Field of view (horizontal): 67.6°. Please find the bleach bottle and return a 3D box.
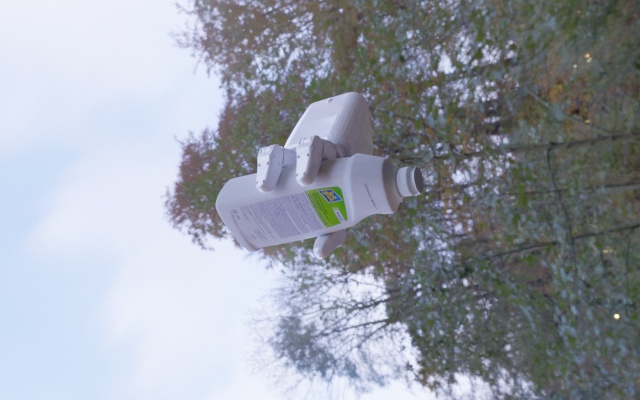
[{"bbox_3d":[0.000,0.002,0.566,0.251,0.103,0.068,-9,40,31],"label":"bleach bottle"}]
